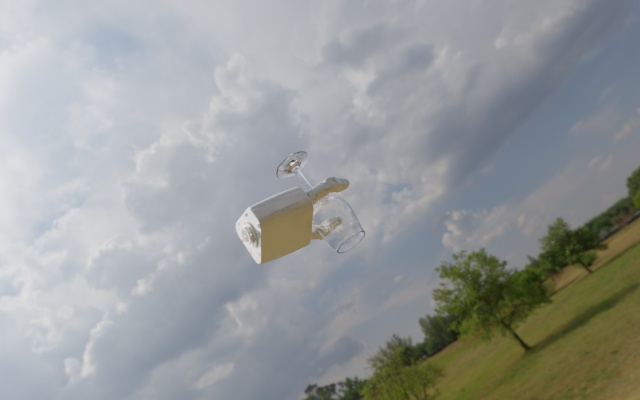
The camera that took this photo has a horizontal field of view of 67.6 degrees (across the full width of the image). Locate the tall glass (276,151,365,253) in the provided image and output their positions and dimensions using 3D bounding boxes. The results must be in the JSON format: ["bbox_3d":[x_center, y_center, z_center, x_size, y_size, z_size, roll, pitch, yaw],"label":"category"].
[{"bbox_3d":[0.000,0.002,0.895,0.079,0.201,0.079,-31,-24,-16],"label":"tall glass"}]
